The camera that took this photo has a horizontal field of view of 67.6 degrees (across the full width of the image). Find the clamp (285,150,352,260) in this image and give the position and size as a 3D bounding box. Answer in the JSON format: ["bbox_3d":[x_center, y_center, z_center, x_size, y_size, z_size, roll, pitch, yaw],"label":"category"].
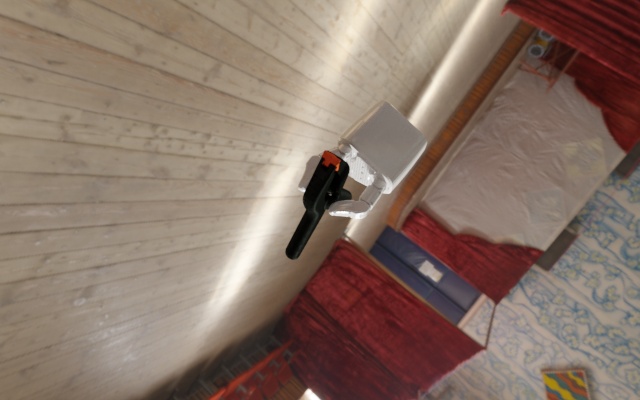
[{"bbox_3d":[0.001,0.002,0.737,0.036,0.164,0.210,35,-22,15],"label":"clamp"}]
